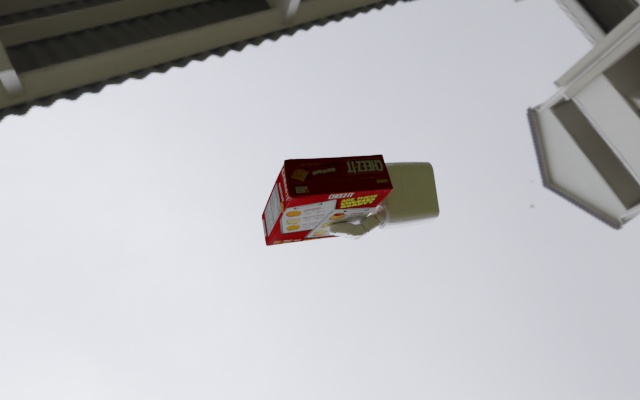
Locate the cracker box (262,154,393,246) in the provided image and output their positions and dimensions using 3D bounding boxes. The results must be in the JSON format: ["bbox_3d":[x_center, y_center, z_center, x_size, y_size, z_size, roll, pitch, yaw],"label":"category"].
[{"bbox_3d":[0.000,0.003,0.796,0.164,0.072,0.214,-5,-22,-19],"label":"cracker box"}]
